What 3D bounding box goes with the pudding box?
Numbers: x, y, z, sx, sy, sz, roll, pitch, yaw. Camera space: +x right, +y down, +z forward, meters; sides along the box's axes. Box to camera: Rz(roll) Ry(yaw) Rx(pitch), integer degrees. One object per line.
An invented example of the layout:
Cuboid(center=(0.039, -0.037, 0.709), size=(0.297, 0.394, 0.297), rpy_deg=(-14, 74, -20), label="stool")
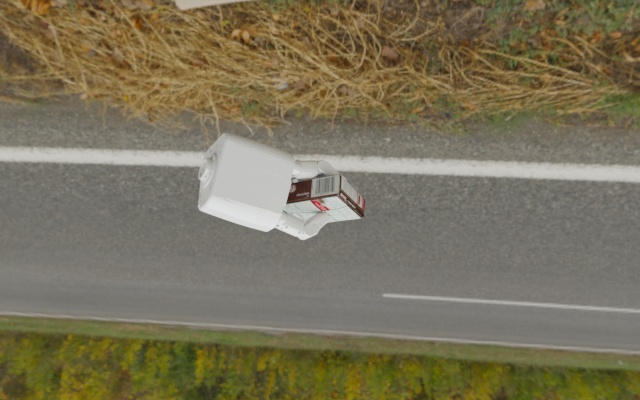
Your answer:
Cuboid(center=(0.000, 0.003, 0.742), size=(0.113, 0.039, 0.090), rpy_deg=(-8, -27, 29), label="pudding box")
